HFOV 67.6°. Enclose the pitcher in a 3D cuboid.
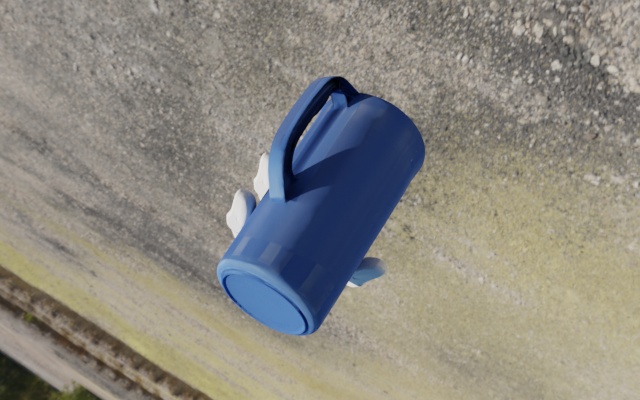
[{"bbox_3d":[0.000,0.002,0.485,0.149,0.242,0.145,34,-34,-1],"label":"pitcher"}]
